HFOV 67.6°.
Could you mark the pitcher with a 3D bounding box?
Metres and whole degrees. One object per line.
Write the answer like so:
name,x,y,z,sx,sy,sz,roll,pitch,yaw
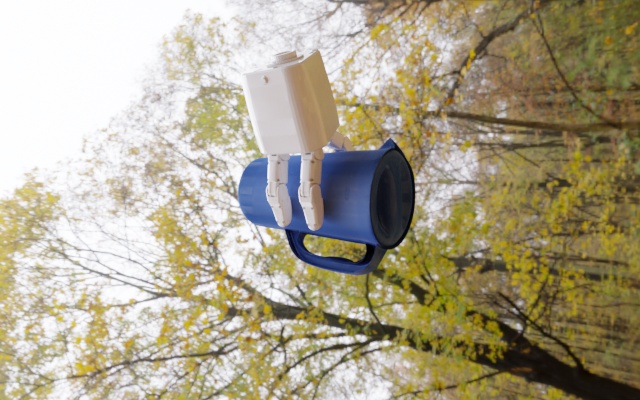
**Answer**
pitcher,0.000,0.002,0.680,0.243,0.145,0.149,3,32,35
